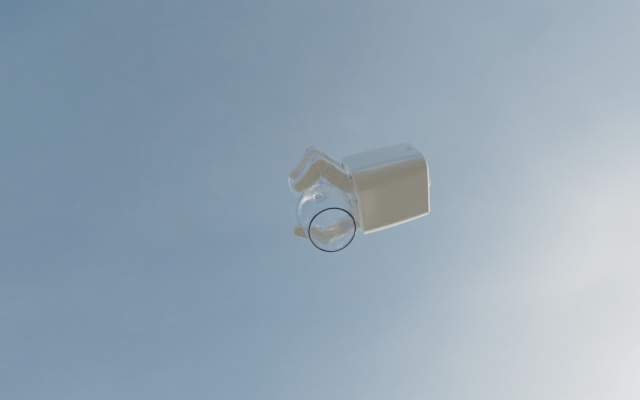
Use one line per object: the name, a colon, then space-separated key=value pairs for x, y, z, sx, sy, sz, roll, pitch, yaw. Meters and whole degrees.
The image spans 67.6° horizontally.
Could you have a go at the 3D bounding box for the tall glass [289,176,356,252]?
tall glass: x=0.000 y=0.002 z=0.692 sx=0.079 sy=0.079 sz=0.201 roll=0 pitch=21 yaw=-9
